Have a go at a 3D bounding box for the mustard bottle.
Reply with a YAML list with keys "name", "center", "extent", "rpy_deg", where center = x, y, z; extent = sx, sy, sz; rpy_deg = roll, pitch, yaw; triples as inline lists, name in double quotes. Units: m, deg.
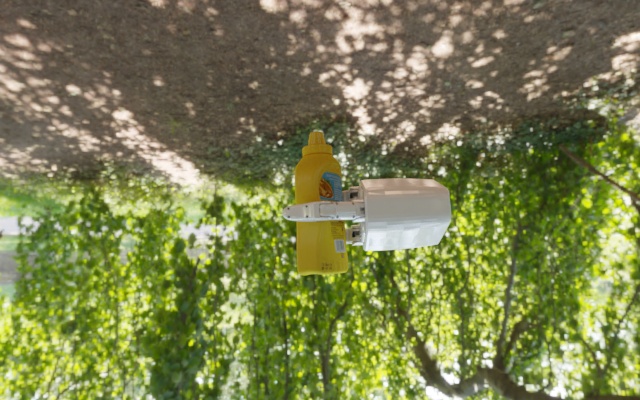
- name: "mustard bottle"
  center: [0.000, 0.002, 0.641]
  extent: [0.058, 0.191, 0.096]
  rpy_deg: [-6, -8, 26]
